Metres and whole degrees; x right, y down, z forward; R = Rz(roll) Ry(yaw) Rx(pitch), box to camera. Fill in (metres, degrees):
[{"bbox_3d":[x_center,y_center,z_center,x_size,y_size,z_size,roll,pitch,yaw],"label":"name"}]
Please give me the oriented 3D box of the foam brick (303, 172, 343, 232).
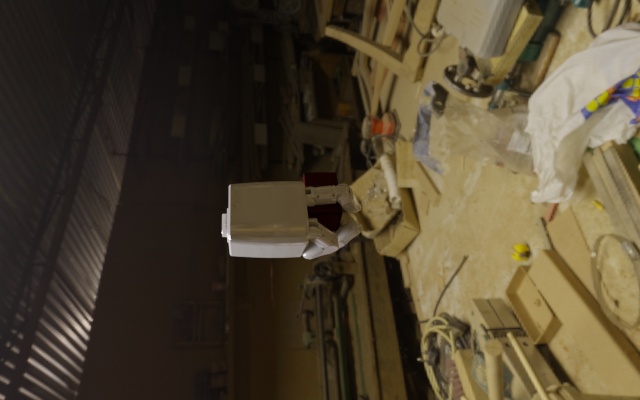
[{"bbox_3d":[0.000,0.002,0.719,0.051,0.078,0.053,-1,-36,-9],"label":"foam brick"}]
